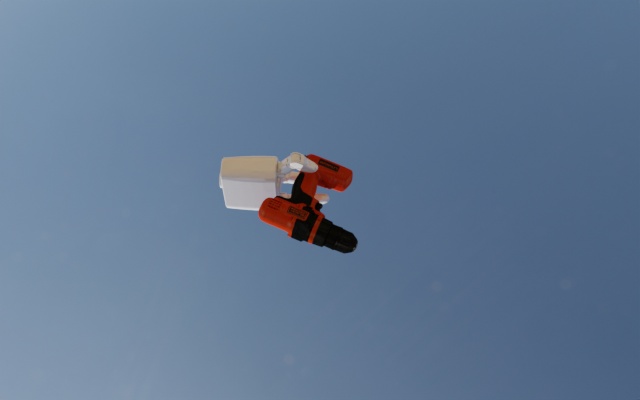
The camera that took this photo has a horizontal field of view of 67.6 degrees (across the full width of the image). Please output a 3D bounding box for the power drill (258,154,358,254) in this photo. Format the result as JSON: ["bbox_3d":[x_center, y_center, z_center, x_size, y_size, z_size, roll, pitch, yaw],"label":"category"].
[{"bbox_3d":[0.000,0.003,0.888,0.184,0.057,0.187,23,43,3],"label":"power drill"}]
